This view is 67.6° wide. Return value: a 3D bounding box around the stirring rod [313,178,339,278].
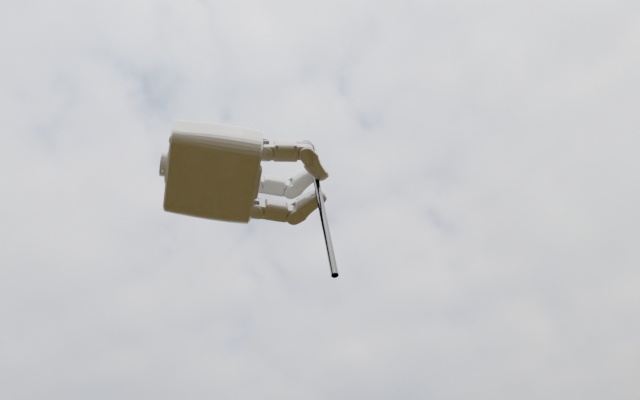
[{"bbox_3d":[0.000,0.002,0.579,0.011,0.011,0.239,0,38,-9],"label":"stirring rod"}]
